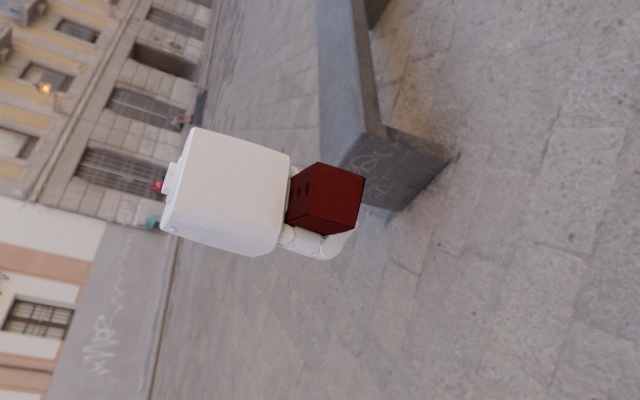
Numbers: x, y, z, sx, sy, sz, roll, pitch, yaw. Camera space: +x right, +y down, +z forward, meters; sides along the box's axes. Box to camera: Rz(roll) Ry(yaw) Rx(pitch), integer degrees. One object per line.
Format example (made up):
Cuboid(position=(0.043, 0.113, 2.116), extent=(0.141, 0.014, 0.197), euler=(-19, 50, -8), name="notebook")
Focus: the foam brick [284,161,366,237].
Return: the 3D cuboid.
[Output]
Cuboid(position=(0.000, 0.001, 0.469), extent=(0.051, 0.053, 0.078), euler=(19, -17, -20), name="foam brick")
